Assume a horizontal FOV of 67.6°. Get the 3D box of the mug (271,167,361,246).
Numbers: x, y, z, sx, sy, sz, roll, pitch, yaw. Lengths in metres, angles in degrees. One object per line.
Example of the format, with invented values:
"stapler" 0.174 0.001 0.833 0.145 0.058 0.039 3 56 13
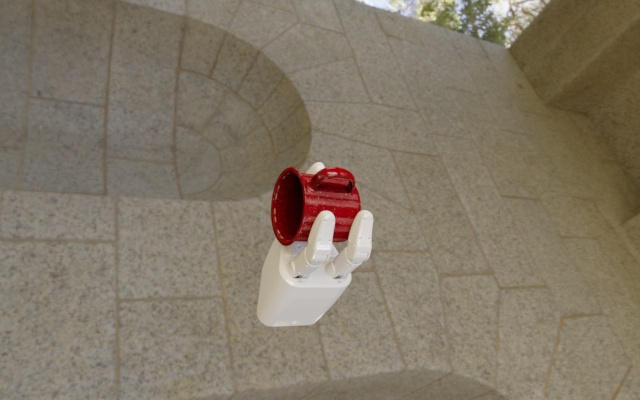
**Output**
"mug" 0.001 0.001 0.572 0.081 0.093 0.117 4 -42 -29
